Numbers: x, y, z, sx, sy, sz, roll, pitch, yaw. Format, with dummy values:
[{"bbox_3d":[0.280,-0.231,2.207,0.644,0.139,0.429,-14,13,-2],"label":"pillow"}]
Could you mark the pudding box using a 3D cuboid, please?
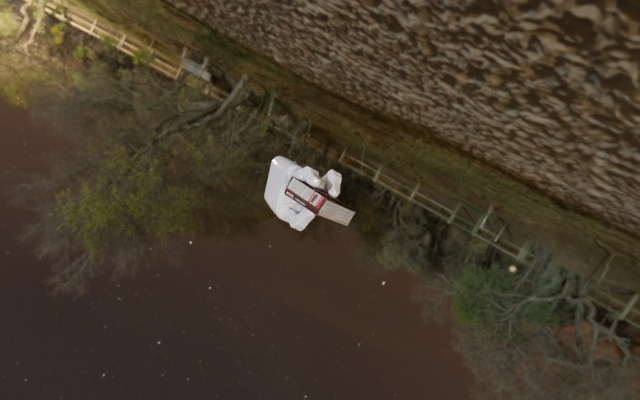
[{"bbox_3d":[0.000,0.003,0.868,0.090,0.039,0.113,32,7,34],"label":"pudding box"}]
